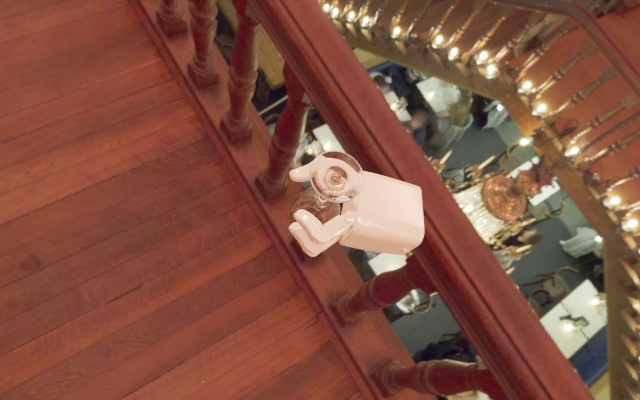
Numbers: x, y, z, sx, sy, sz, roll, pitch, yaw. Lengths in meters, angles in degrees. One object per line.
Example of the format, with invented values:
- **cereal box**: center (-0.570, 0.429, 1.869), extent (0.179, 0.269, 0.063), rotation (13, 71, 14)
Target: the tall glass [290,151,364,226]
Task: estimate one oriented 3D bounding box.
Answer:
- **tall glass**: center (0.000, 0.002, 0.716), extent (0.079, 0.079, 0.201), rotation (0, -20, -14)
